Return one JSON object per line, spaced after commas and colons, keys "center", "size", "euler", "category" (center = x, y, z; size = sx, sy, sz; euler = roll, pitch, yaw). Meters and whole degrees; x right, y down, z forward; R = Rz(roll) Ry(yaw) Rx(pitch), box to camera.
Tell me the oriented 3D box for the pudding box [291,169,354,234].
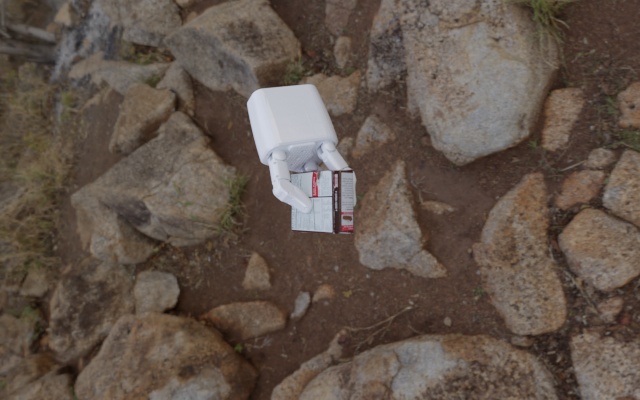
{"center": [0.000, 0.002, 0.687], "size": [0.039, 0.090, 0.113], "euler": [-1, 0, -34], "category": "pudding box"}
